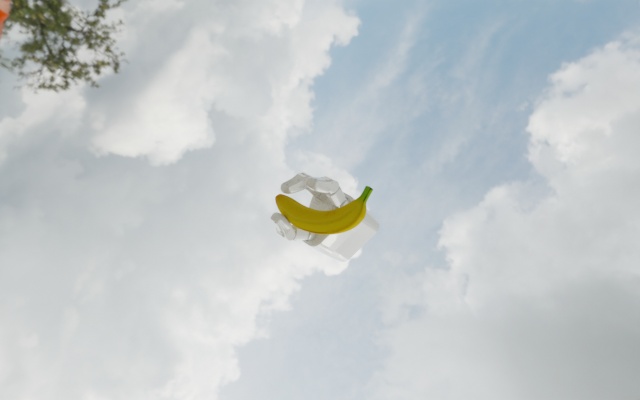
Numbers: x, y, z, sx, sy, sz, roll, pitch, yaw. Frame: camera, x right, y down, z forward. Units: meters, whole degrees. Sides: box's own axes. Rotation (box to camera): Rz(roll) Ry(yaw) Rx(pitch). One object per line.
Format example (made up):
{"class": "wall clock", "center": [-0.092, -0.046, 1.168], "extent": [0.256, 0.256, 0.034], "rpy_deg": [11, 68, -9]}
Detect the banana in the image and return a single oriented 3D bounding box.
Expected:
{"class": "banana", "center": [-0.001, 0.020, 0.748], "extent": [0.198, 0.069, 0.037], "rpy_deg": [-3, -23, 39]}
